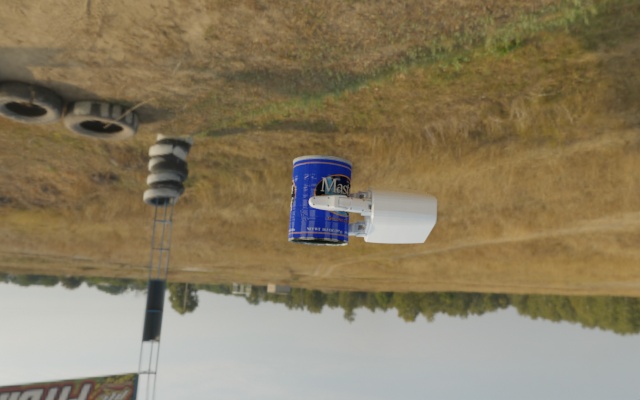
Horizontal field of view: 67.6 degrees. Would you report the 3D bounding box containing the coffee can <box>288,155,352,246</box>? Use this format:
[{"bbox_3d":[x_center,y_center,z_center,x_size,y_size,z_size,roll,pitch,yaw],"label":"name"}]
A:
[{"bbox_3d":[0.000,0.003,0.817,0.103,0.140,0.103,3,-10,1],"label":"coffee can"}]
